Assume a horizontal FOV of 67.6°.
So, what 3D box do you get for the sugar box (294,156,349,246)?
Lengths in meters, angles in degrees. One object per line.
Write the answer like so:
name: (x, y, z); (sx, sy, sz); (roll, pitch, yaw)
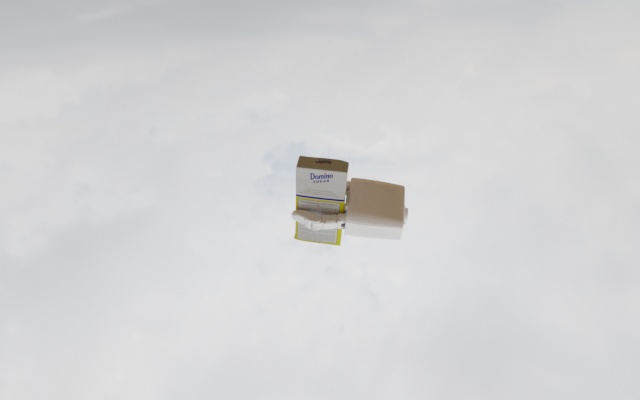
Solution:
sugar box: (0.000, 0.003, 0.896); (0.093, 0.176, 0.048); (7, 36, 3)
